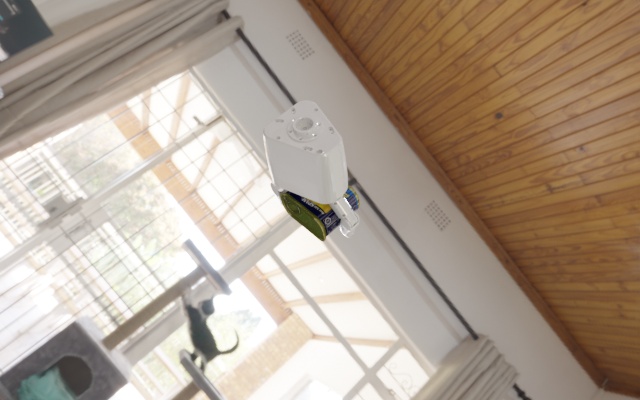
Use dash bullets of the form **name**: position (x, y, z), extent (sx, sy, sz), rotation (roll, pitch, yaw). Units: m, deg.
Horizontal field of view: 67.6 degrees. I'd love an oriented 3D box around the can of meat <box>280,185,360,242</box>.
- **can of meat**: position (0.000, 0.002, 0.769), extent (0.084, 0.057, 0.102), rotation (-40, 57, -20)
